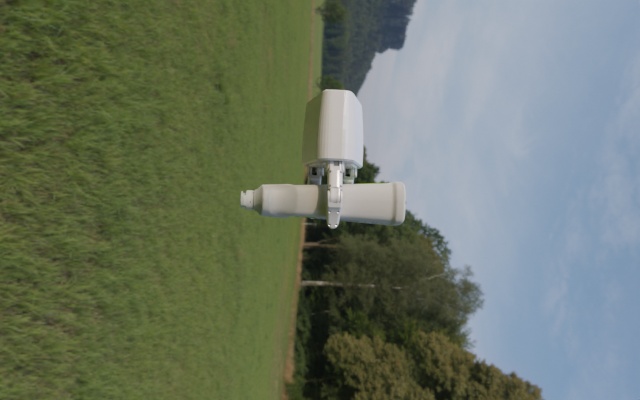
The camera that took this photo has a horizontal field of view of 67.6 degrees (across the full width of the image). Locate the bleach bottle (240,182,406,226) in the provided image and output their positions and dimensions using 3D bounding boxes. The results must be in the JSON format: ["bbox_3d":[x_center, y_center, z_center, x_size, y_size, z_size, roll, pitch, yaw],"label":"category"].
[{"bbox_3d":[0.000,0.003,0.755,0.251,0.068,0.102,2,-5,-3],"label":"bleach bottle"}]
